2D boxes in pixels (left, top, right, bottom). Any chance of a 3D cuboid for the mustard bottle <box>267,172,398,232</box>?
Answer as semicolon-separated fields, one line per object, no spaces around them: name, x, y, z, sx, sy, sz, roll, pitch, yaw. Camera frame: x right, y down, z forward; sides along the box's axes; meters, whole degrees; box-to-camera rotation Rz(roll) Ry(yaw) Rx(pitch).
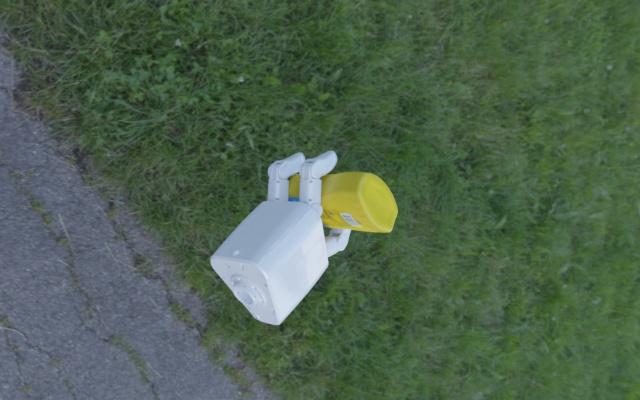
mustard bottle;0.000;0.002;0.640;0.191;0.058;0.096;1;-30;39
